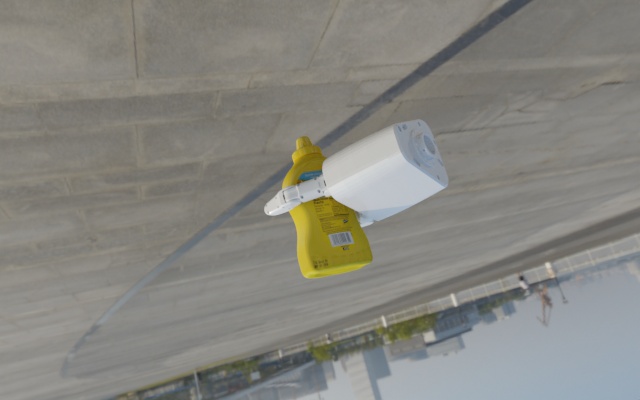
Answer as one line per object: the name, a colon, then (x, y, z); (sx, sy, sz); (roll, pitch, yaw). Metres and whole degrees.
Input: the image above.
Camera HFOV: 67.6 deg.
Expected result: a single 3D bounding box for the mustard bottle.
mustard bottle: (0.000, 0.002, 0.636); (0.096, 0.191, 0.058); (-7, -19, -28)
